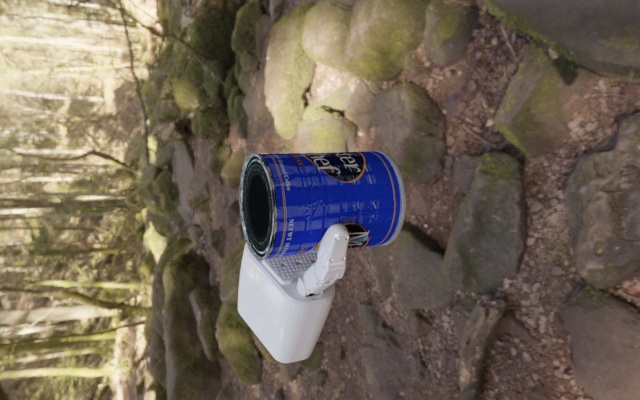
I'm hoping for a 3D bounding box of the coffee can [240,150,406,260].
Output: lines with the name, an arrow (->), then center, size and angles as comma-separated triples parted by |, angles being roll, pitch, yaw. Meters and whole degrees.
coffee can -> 0.000, 0.001, 0.485 | 0.140, 0.103, 0.103 | -4, 2, -26
